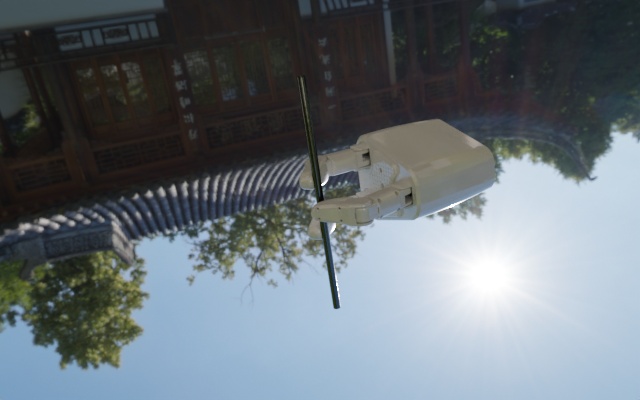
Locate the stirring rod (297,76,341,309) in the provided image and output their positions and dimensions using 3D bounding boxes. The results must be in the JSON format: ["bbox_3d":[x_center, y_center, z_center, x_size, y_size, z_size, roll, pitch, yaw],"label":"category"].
[{"bbox_3d":[0.000,0.001,0.465,0.011,0.240,0.011,-8,20,3],"label":"stirring rod"}]
